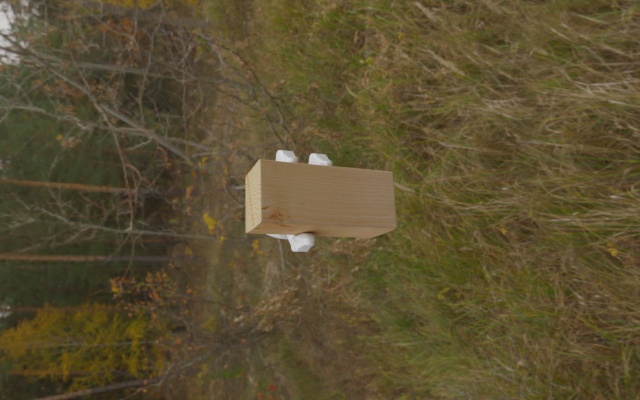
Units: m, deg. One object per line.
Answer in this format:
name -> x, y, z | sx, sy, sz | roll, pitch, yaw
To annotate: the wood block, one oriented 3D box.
wood block -> 0.000, 0.003, 0.710 | 0.206, 0.090, 0.090 | 3, -15, -22
